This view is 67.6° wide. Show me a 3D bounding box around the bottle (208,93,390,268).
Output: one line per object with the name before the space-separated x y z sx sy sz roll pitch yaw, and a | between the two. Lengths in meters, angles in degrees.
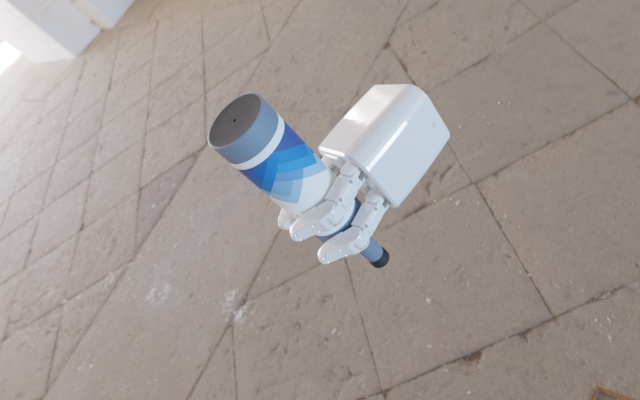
bottle | 0.000 0.002 0.539 0.069 0.069 0.296 0 -31 39
